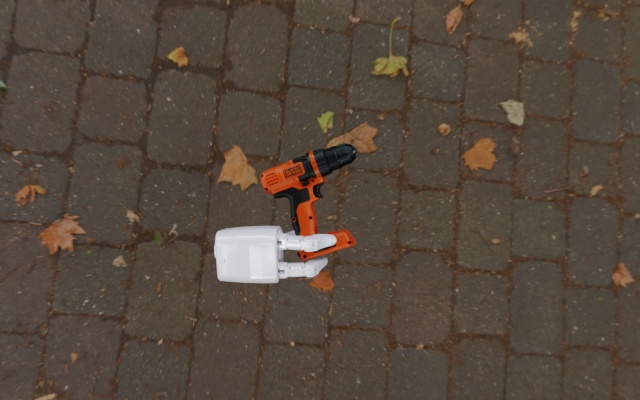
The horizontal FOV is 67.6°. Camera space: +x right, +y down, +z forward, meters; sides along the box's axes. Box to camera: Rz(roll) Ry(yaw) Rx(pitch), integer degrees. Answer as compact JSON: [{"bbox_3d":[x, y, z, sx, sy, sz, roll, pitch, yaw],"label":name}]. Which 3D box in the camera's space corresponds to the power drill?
[{"bbox_3d":[0.000,0.003,0.871,0.184,0.187,0.057,-20,-7,9],"label":"power drill"}]
